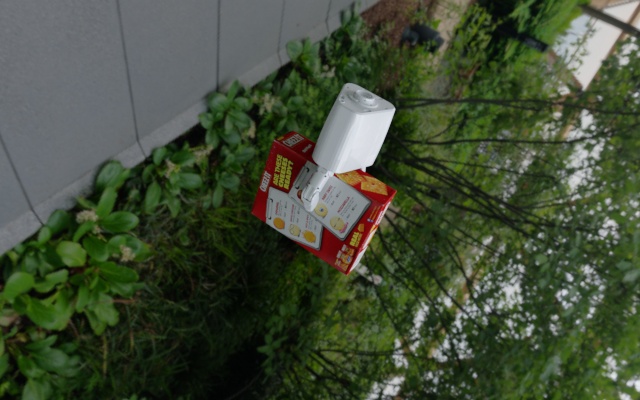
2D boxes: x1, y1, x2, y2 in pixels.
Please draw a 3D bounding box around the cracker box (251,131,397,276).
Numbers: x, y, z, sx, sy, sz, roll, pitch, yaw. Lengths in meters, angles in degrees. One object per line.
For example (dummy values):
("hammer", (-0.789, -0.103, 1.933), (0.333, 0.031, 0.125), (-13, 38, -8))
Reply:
("cracker box", (0.000, 0.003, 0.829), (0.213, 0.164, 0.072), (32, 35, 14))
